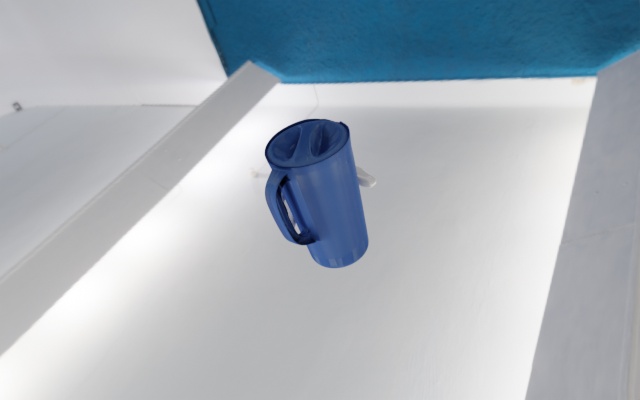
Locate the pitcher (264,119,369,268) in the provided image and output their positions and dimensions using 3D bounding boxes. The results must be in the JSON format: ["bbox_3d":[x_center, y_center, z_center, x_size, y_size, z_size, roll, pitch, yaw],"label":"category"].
[{"bbox_3d":[0.000,0.002,0.781,0.149,0.243,0.145,-18,37,0],"label":"pitcher"}]
